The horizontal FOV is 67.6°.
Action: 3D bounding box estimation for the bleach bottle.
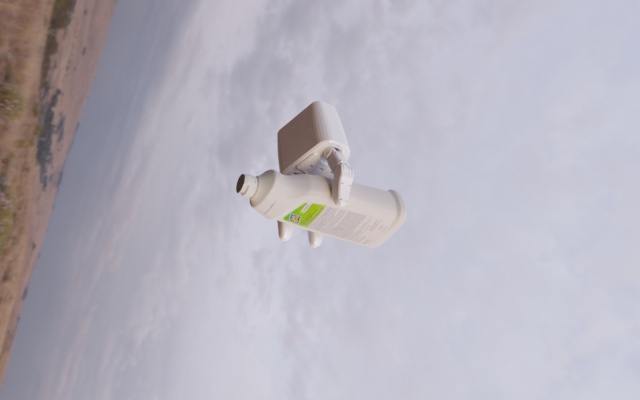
[{"bbox_3d":[0.000,0.002,0.707,0.251,0.068,0.103,16,-49,-29],"label":"bleach bottle"}]
